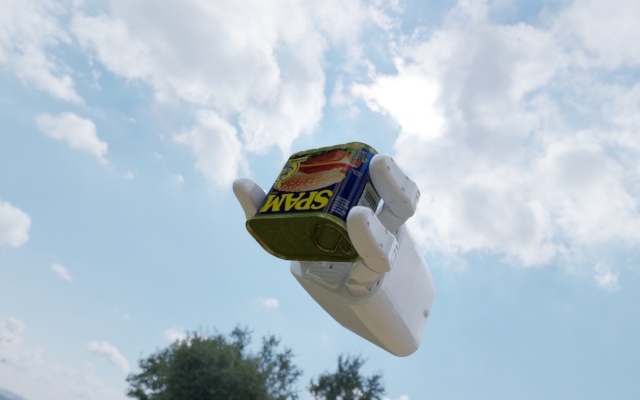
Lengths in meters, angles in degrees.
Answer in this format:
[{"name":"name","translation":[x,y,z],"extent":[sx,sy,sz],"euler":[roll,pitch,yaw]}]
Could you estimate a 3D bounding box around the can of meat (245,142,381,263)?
[{"name":"can of meat","translation":[0.000,0.001,0.402],"extent":[0.102,0.084,0.057],"euler":[-4,-44,38]}]
